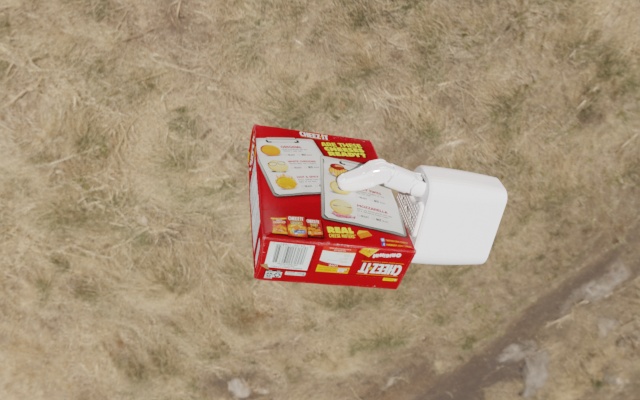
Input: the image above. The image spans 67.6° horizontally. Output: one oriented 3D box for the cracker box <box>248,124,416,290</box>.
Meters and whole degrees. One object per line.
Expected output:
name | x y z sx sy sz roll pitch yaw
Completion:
cracker box | 0.000 0.002 0.568 0.164 0.072 0.213 6 38 -16
